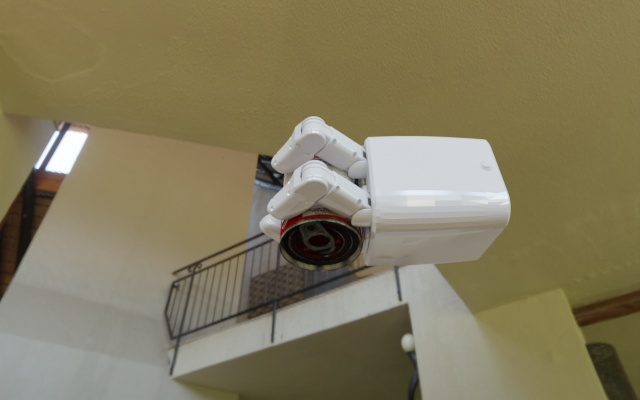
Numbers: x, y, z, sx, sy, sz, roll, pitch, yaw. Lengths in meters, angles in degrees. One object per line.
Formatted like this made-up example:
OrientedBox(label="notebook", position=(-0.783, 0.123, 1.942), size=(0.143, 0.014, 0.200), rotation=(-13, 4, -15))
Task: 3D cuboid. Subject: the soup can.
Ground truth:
OrientedBox(label="soup can", position=(0.000, 0.001, 0.421), size=(0.068, 0.102, 0.069), rotation=(0, -43, 0))
